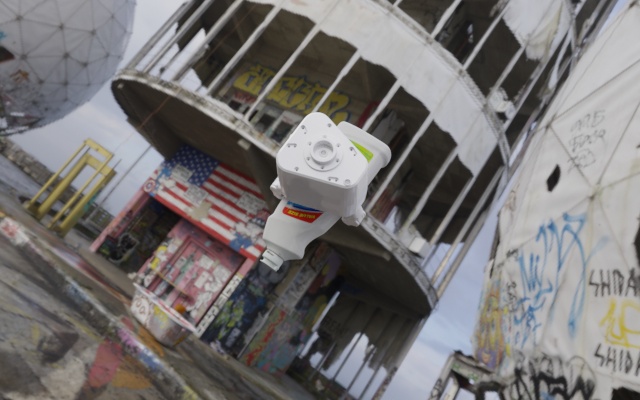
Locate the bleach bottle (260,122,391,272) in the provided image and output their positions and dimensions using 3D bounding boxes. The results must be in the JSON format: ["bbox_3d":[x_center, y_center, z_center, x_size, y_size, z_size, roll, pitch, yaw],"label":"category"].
[{"bbox_3d":[0.000,0.002,0.731,0.102,0.250,0.068,32,-15,11],"label":"bleach bottle"}]
